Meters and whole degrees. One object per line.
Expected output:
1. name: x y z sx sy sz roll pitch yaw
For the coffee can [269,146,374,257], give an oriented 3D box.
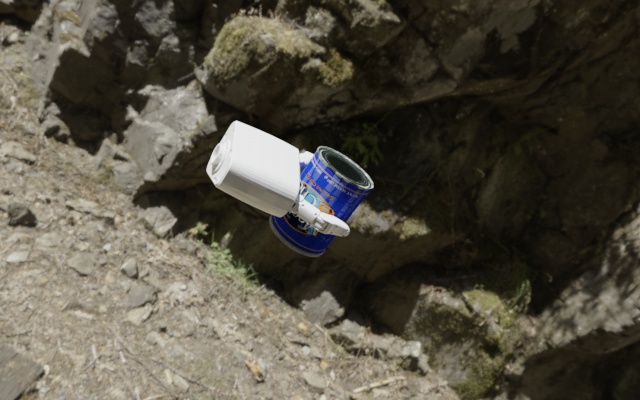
1. coffee can: 0.000 0.003 0.740 0.103 0.140 0.102 31 21 -14
